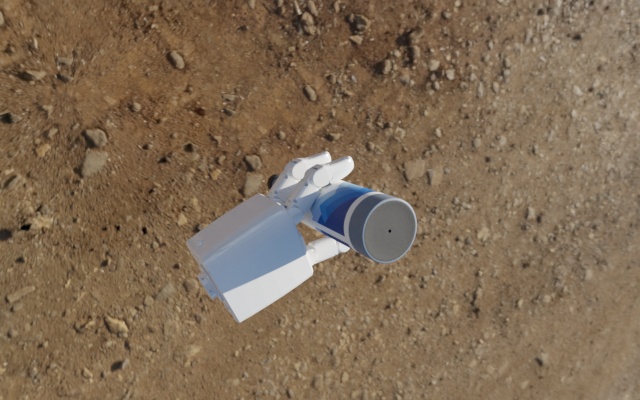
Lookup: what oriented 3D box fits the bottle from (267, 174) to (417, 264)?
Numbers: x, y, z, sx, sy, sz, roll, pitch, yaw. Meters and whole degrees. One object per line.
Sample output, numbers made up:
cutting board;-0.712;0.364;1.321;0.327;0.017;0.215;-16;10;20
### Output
bottle;0.000;0.002;0.593;0.069;0.069;0.295;0;11;-28
